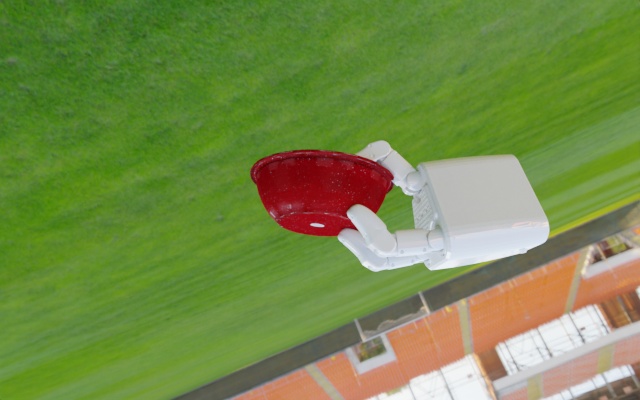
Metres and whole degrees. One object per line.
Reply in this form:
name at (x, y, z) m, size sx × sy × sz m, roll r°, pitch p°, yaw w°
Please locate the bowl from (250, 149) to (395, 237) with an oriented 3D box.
bowl at (-0.001, 0.002, 0.526) m, size 0.162 × 0.055 × 0.162 m, roll 4°, pitch -19°, yaw 1°
